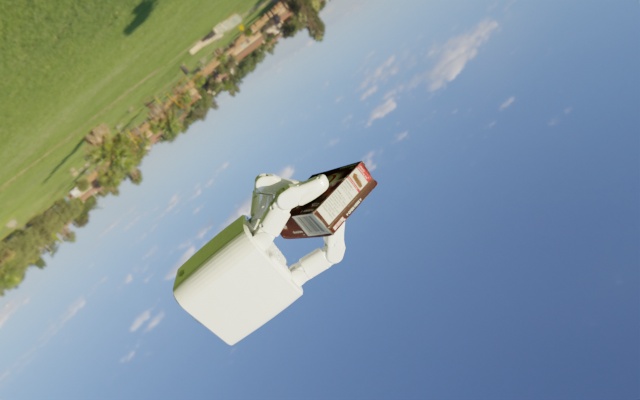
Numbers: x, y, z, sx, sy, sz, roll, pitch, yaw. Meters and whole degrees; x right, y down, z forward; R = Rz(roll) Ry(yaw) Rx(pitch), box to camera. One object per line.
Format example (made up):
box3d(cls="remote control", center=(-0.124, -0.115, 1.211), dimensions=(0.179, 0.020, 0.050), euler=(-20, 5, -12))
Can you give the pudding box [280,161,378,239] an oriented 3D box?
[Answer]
box3d(cls="pudding box", center=(0.000, 0.002, 0.558), dimensions=(0.090, 0.039, 0.113), euler=(-47, 21, -27))
